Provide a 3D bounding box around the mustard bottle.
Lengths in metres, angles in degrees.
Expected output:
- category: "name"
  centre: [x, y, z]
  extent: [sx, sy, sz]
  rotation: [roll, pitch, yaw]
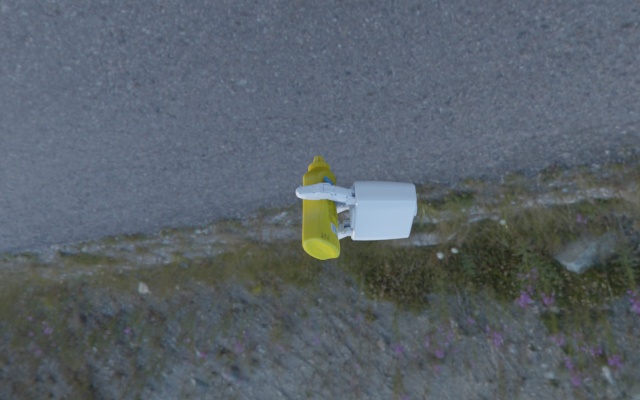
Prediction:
- category: "mustard bottle"
  centre: [0.000, 0.003, 0.863]
  extent: [0.058, 0.191, 0.096]
  rotation: [-12, -30, 20]
